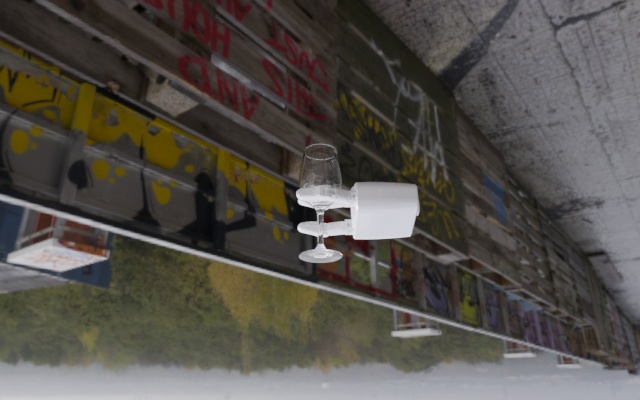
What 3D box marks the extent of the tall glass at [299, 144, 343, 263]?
[{"bbox_3d":[0.000,0.003,0.840,0.079,0.201,0.079,0,-23,0],"label":"tall glass"}]
